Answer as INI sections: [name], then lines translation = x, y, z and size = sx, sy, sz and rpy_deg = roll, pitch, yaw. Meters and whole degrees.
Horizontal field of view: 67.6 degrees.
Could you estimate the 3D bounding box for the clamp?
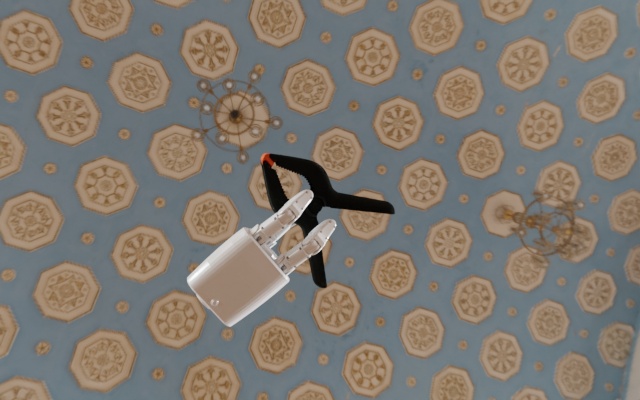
[clamp]
translation = -0.001, 0.002, 0.696
size = 0.164, 0.210, 0.036
rpy_deg = -40, 14, -7
